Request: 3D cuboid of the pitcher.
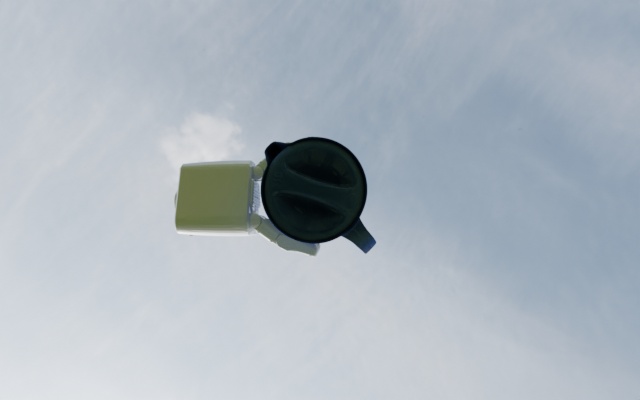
[{"bbox_3d":[0.000,0.002,0.703,0.145,0.149,0.243,-2,-4,1],"label":"pitcher"}]
